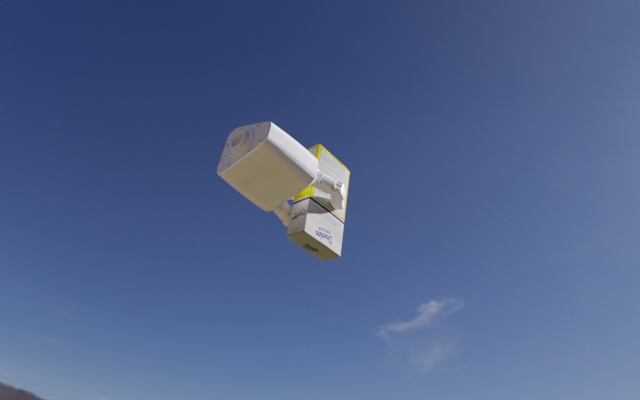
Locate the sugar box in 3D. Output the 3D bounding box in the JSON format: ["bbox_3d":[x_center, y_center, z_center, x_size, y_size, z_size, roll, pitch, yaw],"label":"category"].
[{"bbox_3d":[0.000,0.003,0.800,0.048,0.176,0.093,-18,-43,38],"label":"sugar box"}]
